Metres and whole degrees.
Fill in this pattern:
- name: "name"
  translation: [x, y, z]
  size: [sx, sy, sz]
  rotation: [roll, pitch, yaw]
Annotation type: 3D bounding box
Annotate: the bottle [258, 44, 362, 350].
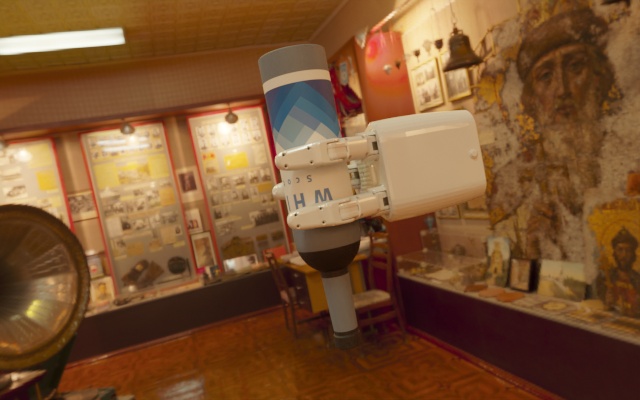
- name: "bottle"
  translation: [0.000, 0.001, 0.475]
  size: [0.069, 0.296, 0.069]
  rotation: [-11, 3, 1]
